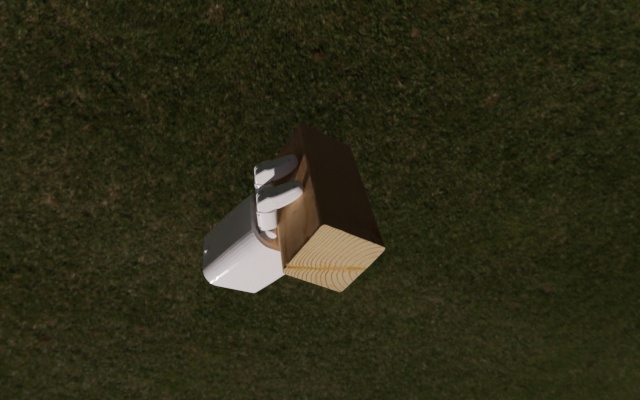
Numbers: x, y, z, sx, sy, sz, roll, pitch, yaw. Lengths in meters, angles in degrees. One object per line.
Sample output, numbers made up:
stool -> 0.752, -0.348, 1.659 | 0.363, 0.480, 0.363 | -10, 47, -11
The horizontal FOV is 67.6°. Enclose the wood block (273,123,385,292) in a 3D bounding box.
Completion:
wood block -> 0.000, 0.003, 0.623 | 0.091, 0.090, 0.206 | 23, 33, -28
